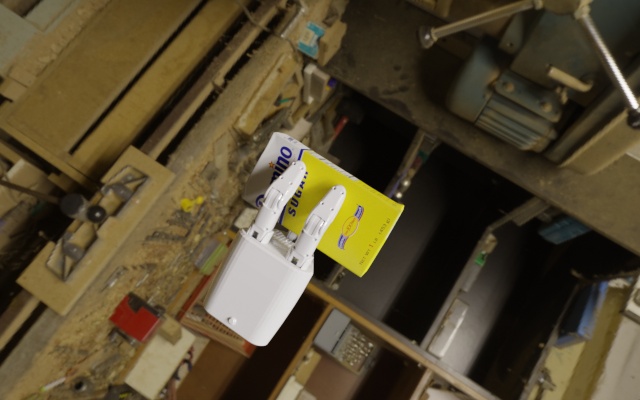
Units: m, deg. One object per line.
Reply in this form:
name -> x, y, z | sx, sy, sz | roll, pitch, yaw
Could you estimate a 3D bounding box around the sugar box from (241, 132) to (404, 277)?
sugar box -> 0.000, 0.002, 0.565 | 0.176, 0.093, 0.048 | 31, 12, 9
